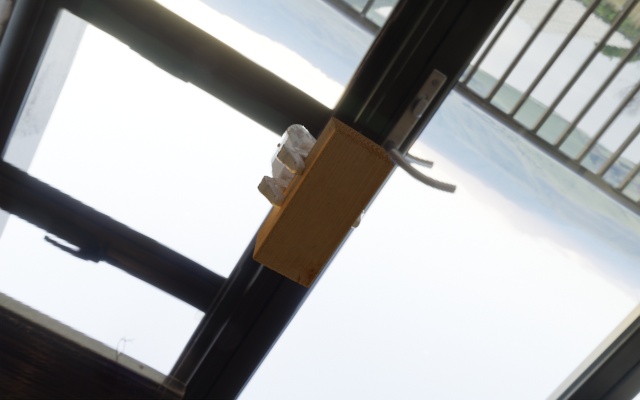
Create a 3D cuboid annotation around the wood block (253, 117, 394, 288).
[{"bbox_3d":[0.000,0.002,0.656,0.091,0.206,0.090,29,18,-13],"label":"wood block"}]
